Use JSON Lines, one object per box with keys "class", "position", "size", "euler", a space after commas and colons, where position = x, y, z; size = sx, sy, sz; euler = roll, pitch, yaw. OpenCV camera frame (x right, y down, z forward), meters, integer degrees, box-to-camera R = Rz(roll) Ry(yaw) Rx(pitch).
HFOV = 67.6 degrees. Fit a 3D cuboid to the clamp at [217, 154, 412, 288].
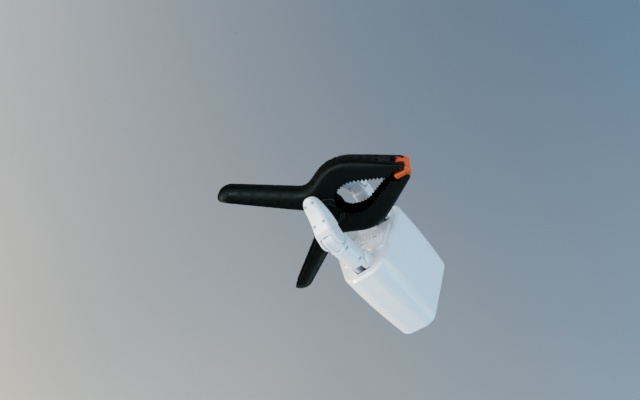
{"class": "clamp", "position": [0.001, 0.002, 0.531], "size": [0.210, 0.164, 0.036], "euler": [-35, 24, 24]}
